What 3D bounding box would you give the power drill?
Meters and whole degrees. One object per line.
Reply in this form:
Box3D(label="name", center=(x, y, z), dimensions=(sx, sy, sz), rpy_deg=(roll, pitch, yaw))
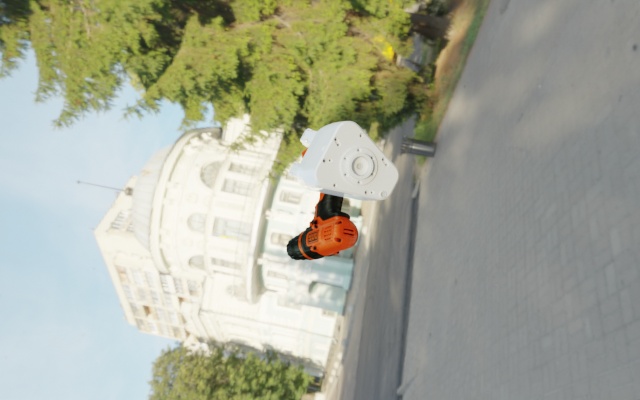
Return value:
Box3D(label="power drill", center=(0.000, 0.002, 0.782), dimensions=(0.057, 0.187, 0.184), rpy_deg=(11, -18, -30))
